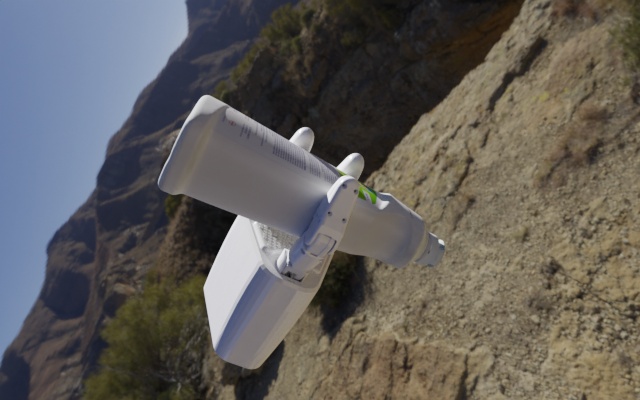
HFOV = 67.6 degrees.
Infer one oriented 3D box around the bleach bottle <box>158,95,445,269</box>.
[{"bbox_3d":[0.000,0.001,0.408,0.251,0.068,0.102,26,22,-15],"label":"bleach bottle"}]
